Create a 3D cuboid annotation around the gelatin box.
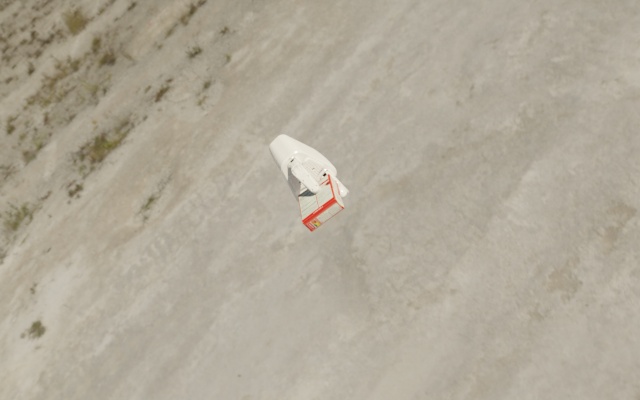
[{"bbox_3d":[0.000,0.003,0.837,0.073,0.030,0.089,-36,30,15],"label":"gelatin box"}]
